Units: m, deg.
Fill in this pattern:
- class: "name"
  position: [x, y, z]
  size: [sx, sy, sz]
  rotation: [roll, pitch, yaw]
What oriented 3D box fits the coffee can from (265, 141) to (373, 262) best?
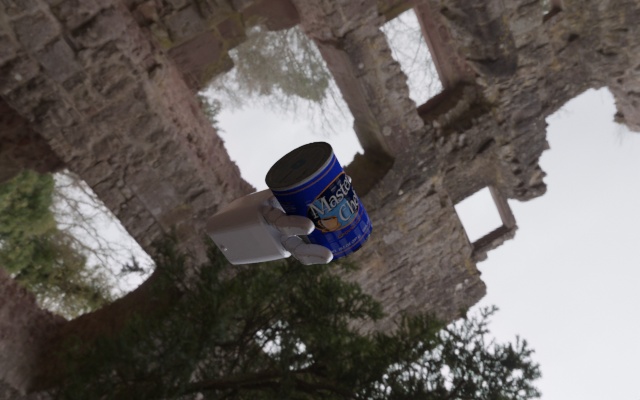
- class: "coffee can"
  position: [0.000, 0.002, 0.676]
  size: [0.103, 0.140, 0.102]
  rotation: [-23, 30, 14]
